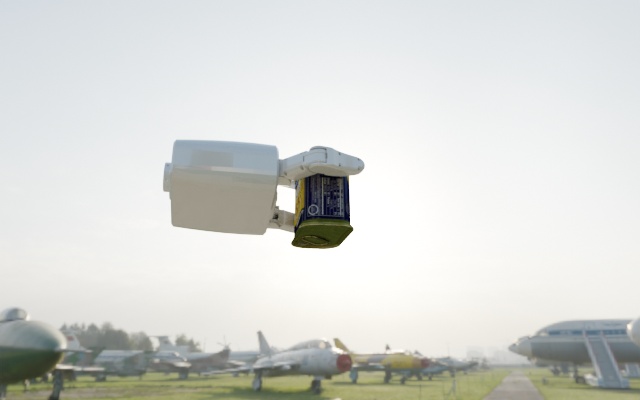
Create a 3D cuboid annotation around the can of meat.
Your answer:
[{"bbox_3d":[0.000,0.001,0.528,0.057,0.084,0.102,3,-20,-10],"label":"can of meat"}]
